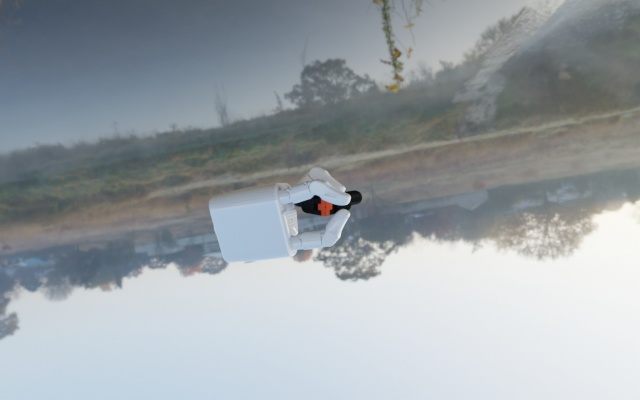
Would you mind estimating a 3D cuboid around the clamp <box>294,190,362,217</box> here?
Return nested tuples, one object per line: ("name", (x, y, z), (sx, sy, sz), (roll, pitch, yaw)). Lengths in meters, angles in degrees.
("clamp", (0.000, 0.003, 0.773), (0.120, 0.039, 0.171), (-8, 1, 11))
